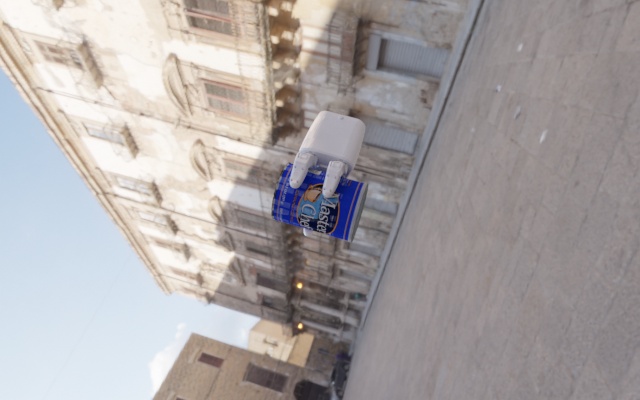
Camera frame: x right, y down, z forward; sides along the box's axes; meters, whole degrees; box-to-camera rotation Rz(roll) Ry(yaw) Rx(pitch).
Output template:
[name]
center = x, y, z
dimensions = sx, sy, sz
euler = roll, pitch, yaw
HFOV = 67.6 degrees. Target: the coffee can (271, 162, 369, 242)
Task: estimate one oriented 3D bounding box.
[coffee can]
center = 0.000, 0.003, 0.808
dimensions = 0.140, 0.103, 0.103
euler = 16, 2, 8
